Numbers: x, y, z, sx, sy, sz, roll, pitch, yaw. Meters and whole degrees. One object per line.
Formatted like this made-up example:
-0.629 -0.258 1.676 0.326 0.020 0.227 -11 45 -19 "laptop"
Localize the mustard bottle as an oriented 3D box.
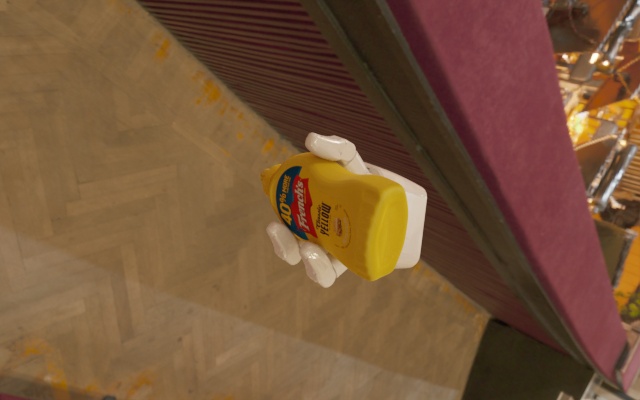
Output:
0.000 0.002 0.499 0.058 0.096 0.191 -18 31 -38 "mustard bottle"
